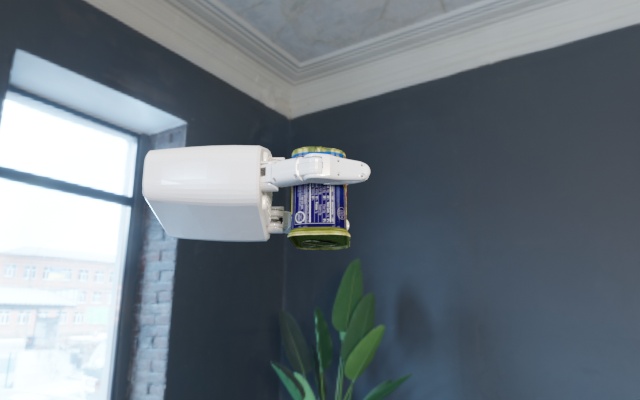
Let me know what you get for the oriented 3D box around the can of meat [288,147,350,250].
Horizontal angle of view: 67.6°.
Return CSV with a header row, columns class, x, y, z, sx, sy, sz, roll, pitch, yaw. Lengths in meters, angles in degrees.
class,x,y,z,sx,sy,sz,roll,pitch,yaw
can of meat,0.000,0.001,0.477,0.057,0.084,0.102,-1,-14,3
